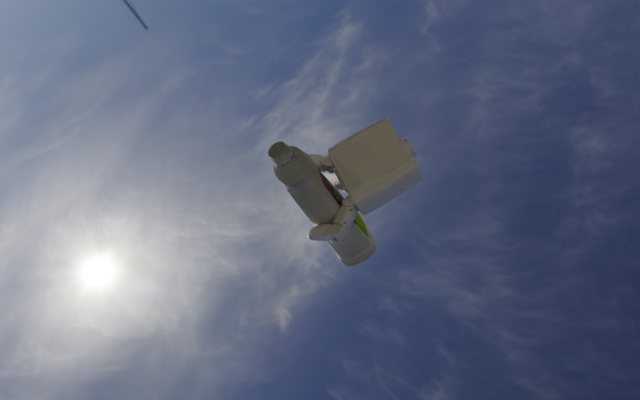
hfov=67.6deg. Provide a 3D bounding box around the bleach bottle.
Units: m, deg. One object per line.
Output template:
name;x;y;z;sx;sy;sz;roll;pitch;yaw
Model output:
bleach bottle;0.000;0.002;0.731;0.068;0.102;0.251;-30;-43;11
